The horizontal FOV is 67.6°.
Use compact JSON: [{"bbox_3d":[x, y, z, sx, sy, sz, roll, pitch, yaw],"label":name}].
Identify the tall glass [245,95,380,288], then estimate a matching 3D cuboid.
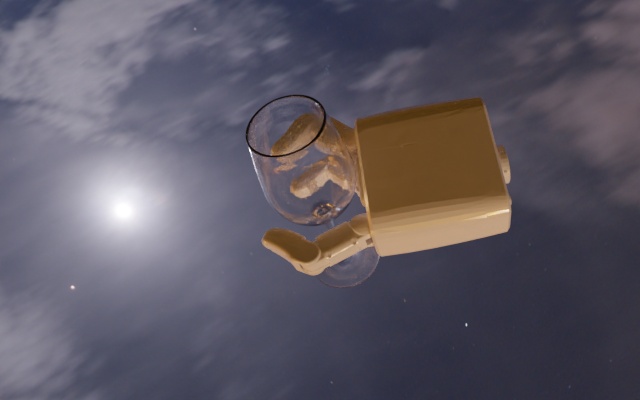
[{"bbox_3d":[0.000,0.002,0.422,0.079,0.079,0.201,0,-34,19],"label":"tall glass"}]
